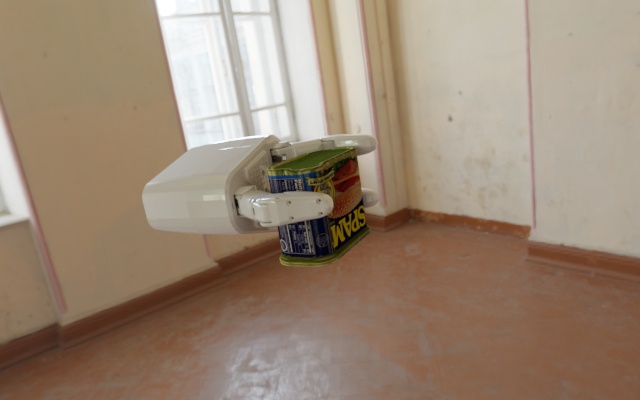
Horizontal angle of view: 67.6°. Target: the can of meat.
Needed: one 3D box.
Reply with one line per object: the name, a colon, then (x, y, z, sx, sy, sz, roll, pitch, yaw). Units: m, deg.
can of meat: (0.000, 0.001, 0.430, 0.057, 0.084, 0.102, -1, 15, 30)
